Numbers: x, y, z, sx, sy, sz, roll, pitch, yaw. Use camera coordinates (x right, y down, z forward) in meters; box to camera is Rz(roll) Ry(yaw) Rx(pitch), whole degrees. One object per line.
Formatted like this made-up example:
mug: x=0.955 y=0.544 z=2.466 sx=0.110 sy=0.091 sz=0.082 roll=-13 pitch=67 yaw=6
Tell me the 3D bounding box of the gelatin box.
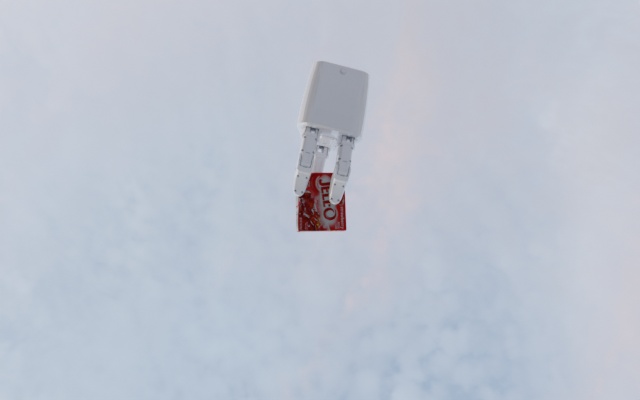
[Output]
gelatin box: x=0.000 y=0.003 z=0.717 sx=0.073 sy=0.089 sz=0.030 roll=0 pitch=-5 yaw=-9
